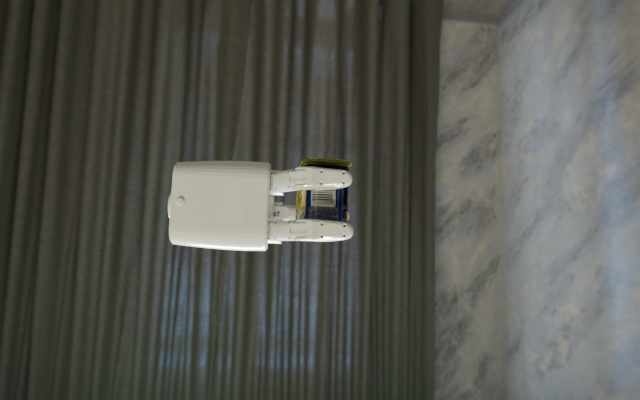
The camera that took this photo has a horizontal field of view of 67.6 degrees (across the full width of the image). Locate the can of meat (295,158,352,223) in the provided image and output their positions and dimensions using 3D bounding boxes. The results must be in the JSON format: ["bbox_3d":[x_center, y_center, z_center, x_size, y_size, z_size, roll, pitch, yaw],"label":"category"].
[{"bbox_3d":[0.000,0.002,0.557,0.057,0.084,0.102,3,-7,-9],"label":"can of meat"}]
